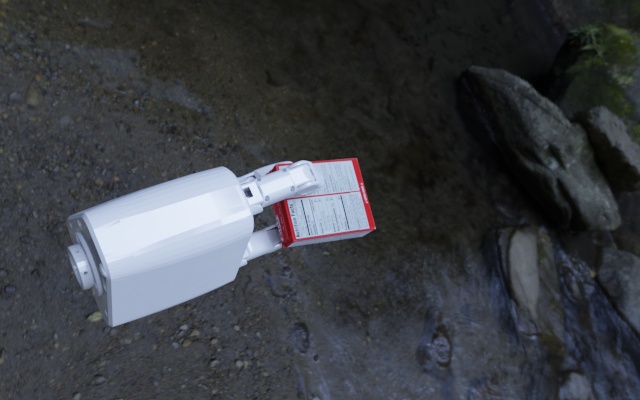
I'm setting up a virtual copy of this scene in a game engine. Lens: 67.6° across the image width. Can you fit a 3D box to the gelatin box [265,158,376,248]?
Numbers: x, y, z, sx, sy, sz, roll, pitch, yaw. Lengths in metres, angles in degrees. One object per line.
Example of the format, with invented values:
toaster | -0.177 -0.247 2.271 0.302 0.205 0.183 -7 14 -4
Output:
gelatin box | 0.001 0.001 0.445 0.089 0.073 0.030 -7 -16 -27
